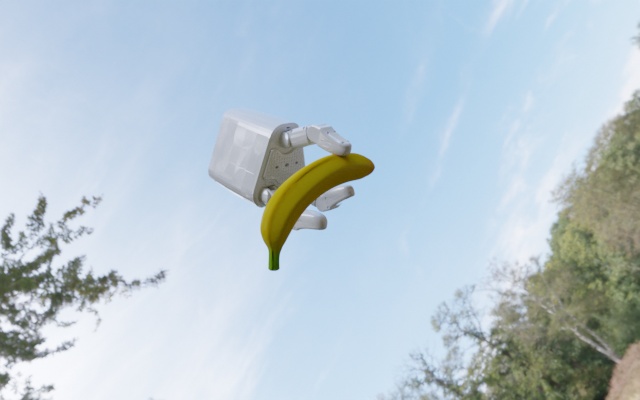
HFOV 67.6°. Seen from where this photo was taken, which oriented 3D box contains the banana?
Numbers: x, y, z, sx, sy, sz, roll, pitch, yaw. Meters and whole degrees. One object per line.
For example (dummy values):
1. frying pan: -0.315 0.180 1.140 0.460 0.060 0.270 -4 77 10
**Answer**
1. banana: -0.006 -0.010 0.544 0.037 0.070 0.197 21 51 37
